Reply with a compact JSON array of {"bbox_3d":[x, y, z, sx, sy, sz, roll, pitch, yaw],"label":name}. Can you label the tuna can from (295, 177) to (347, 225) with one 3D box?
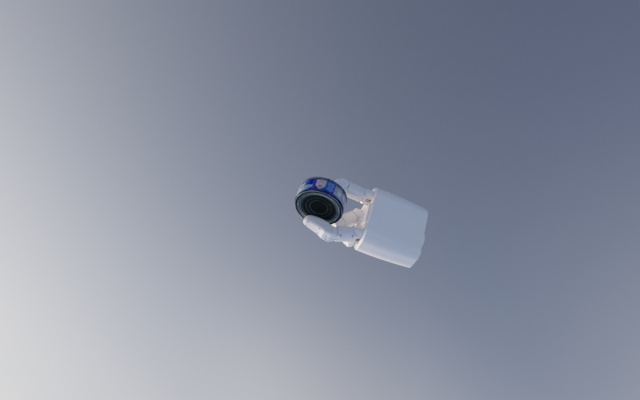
[{"bbox_3d":[0.000,0.003,0.805,0.086,0.086,0.033,0,44,20],"label":"tuna can"}]
